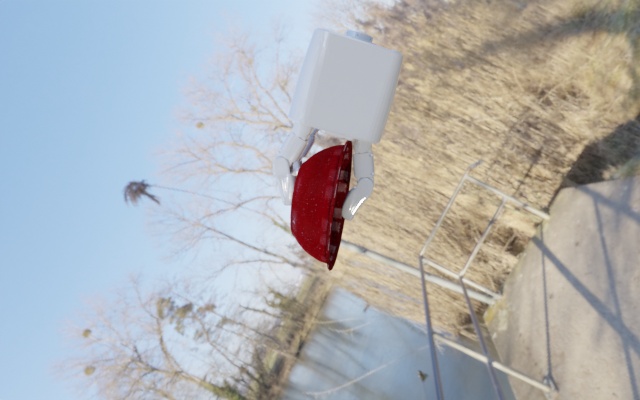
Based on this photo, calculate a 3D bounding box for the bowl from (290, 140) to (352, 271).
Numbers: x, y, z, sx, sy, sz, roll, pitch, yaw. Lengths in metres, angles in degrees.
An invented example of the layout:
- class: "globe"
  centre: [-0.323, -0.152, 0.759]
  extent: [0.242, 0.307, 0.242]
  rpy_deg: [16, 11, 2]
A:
- class: "bowl"
  centre: [-0.001, 0.003, 0.585]
  extent: [0.055, 0.162, 0.162]
  rpy_deg: [8, 1, 8]
